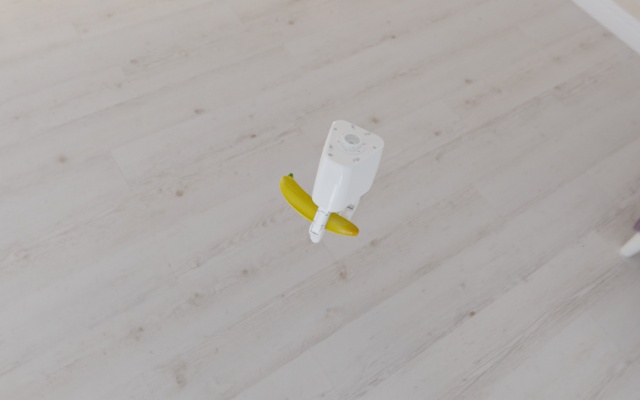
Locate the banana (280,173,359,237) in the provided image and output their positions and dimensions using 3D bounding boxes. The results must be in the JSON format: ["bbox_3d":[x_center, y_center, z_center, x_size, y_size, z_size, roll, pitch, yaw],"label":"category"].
[{"bbox_3d":[-0.015,0.006,0.871,0.069,0.037,0.197,-21,52,-40],"label":"banana"}]
